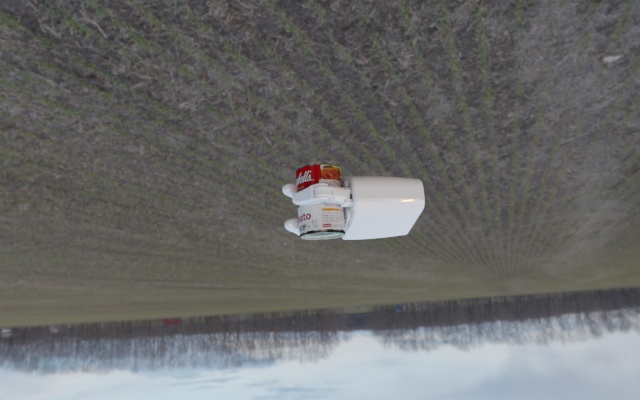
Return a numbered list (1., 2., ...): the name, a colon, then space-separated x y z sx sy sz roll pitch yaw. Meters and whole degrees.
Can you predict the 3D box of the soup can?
1. soup can: 0.000 0.003 0.697 0.068 0.102 0.068 -4 -13 -1
